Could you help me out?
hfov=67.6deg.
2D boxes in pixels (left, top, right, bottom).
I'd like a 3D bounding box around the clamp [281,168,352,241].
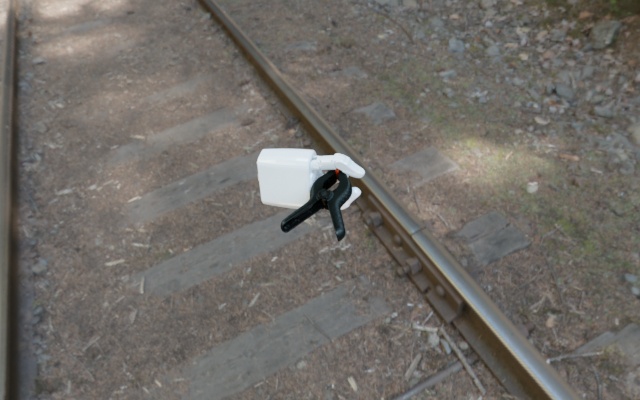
[{"bbox_3d":[0.000,0.002,0.868,0.120,0.039,0.171,5,46,14],"label":"clamp"}]
